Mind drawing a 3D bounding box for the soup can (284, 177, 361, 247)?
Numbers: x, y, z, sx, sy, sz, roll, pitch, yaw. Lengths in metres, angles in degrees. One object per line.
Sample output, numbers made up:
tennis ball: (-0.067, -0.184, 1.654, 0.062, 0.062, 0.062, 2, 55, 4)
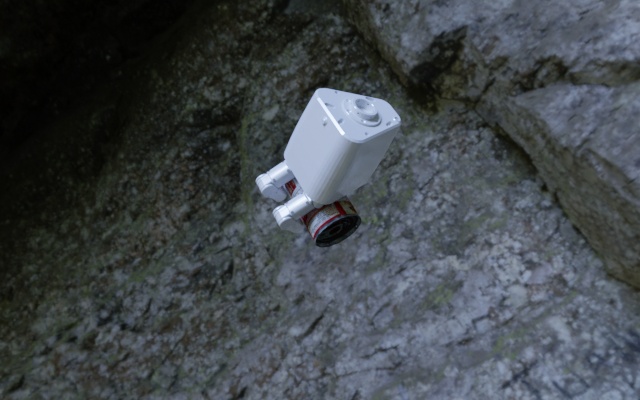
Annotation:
soup can: (0.000, 0.002, 0.639, 0.068, 0.102, 0.068, -24, -28, -14)
